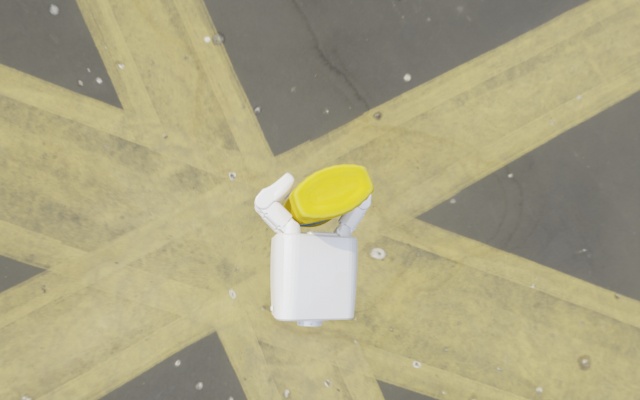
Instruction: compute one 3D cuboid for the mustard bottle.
[{"bbox_3d":[0.000,0.002,0.633,0.096,0.058,0.191,-22,-4,-12],"label":"mustard bottle"}]
